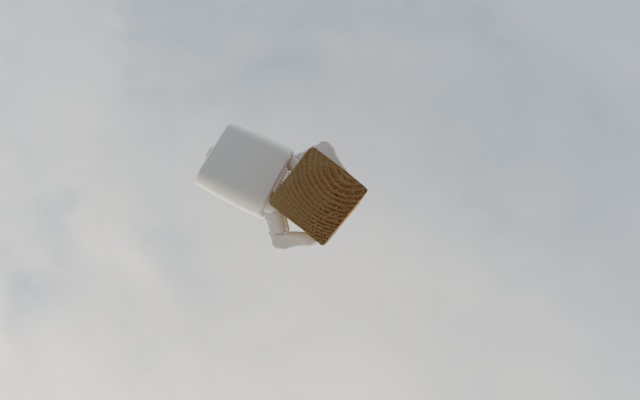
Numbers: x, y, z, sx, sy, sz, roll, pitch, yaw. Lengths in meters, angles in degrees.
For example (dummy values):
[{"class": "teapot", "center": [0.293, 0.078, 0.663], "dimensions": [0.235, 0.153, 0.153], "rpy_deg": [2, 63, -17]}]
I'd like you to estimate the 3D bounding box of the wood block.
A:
[{"class": "wood block", "center": [0.000, 0.002, 0.679], "dimensions": [0.090, 0.091, 0.206], "rpy_deg": [38, -2, 4]}]
